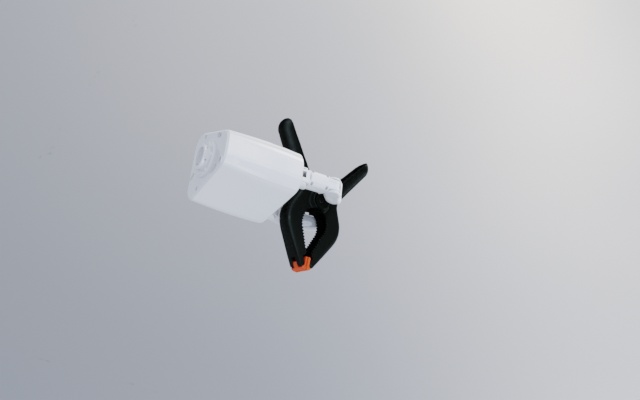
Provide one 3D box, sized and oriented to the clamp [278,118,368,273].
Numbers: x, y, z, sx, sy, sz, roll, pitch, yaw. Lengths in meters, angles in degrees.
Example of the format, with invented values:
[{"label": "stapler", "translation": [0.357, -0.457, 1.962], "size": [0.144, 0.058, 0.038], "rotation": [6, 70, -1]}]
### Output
[{"label": "clamp", "translation": [0.000, 0.002, 0.682], "size": [0.164, 0.210, 0.036], "rotation": [19, -24, -32]}]
